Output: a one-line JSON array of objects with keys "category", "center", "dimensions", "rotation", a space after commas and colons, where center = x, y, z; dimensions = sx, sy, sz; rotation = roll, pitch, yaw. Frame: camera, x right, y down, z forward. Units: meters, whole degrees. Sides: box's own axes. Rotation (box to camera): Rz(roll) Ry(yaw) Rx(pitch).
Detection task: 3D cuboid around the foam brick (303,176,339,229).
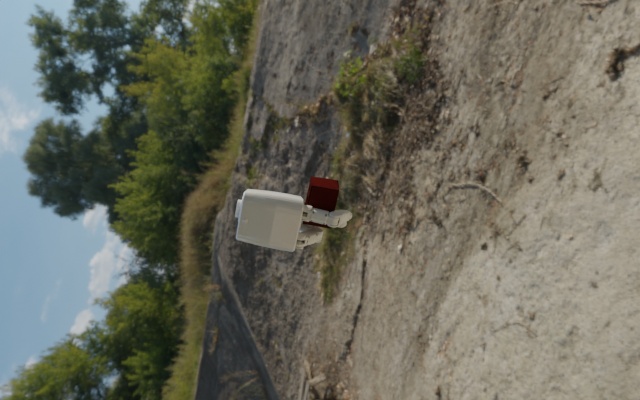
[{"category": "foam brick", "center": [0.000, 0.003, 0.860], "dimensions": [0.051, 0.078, 0.053], "rotation": [11, 20, -5]}]
